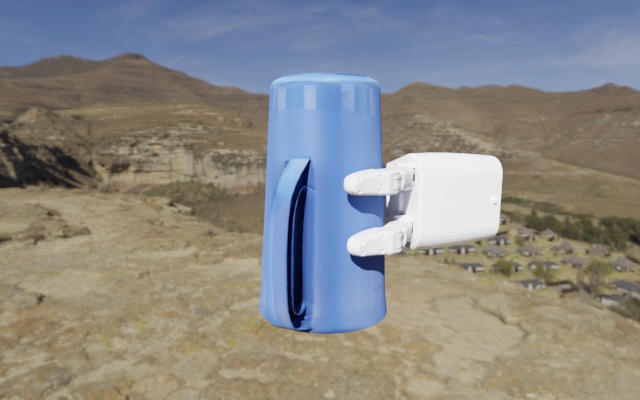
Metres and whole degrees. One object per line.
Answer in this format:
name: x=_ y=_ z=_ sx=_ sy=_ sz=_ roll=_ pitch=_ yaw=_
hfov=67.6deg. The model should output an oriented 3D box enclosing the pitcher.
pitcher: x=0.000 y=0.002 z=0.475 sx=0.145 sy=0.243 sz=0.149 roll=-3 pitch=9 yaw=-21
